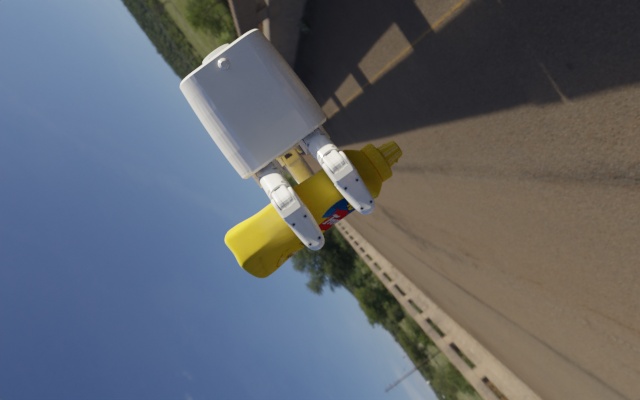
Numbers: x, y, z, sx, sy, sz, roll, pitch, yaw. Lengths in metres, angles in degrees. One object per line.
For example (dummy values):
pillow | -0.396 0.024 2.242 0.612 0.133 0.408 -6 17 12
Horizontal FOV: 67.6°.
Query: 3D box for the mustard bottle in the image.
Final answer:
mustard bottle | 0.000 0.002 0.484 0.191 0.058 0.096 -36 -14 0
